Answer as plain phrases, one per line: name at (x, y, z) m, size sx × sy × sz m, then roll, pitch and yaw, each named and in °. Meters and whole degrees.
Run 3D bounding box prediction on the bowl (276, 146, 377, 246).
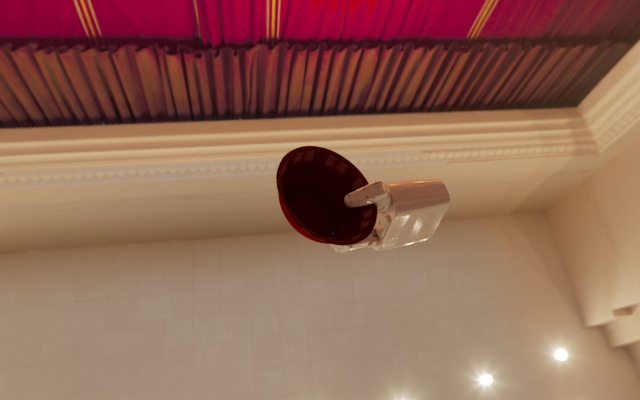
bowl at (-0.001, 0.002, 0.683) m, size 0.162 × 0.162 × 0.055 m, roll 0°, pitch -30°, yaw -34°
